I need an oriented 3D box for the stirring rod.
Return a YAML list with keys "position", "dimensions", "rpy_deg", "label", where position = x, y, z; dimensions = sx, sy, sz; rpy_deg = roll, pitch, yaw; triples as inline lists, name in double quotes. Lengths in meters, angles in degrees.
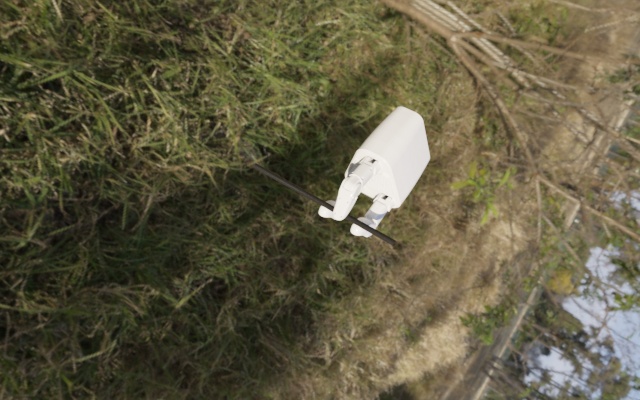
- position: [0.000, 0.002, 0.675]
  dimensions: [0.239, 0.011, 0.011]
  rpy_deg: [29, 11, 21]
  label: "stirring rod"
